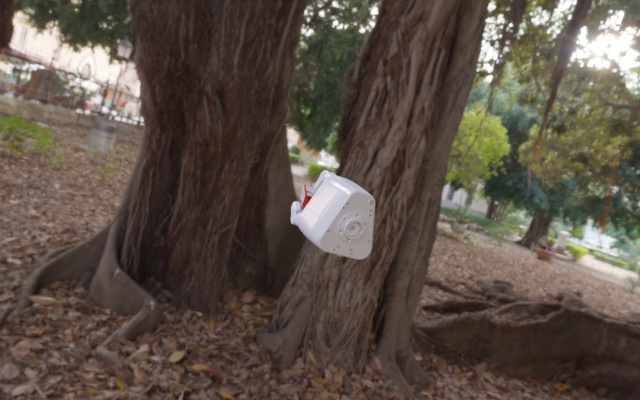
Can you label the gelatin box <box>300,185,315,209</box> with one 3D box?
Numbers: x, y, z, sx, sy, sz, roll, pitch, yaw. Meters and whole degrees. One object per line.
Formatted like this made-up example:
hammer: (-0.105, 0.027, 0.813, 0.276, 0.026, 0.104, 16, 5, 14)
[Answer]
gelatin box: (0.000, 0.002, 0.898, 0.073, 0.030, 0.089, 18, 13, -9)
